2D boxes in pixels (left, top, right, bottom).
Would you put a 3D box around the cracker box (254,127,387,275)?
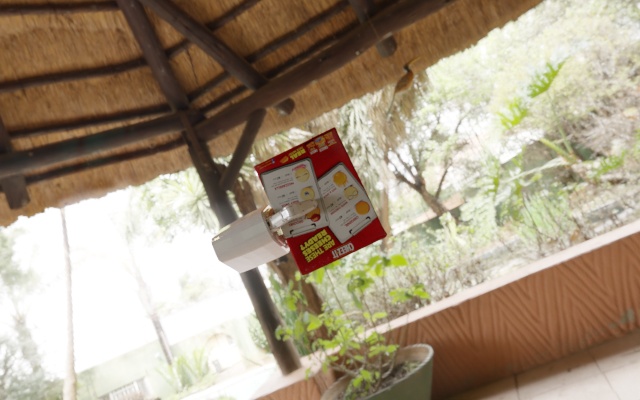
[{"bbox_3d":[0.000,0.003,0.854,0.164,0.213,0.072,-26,-10,5],"label":"cracker box"}]
